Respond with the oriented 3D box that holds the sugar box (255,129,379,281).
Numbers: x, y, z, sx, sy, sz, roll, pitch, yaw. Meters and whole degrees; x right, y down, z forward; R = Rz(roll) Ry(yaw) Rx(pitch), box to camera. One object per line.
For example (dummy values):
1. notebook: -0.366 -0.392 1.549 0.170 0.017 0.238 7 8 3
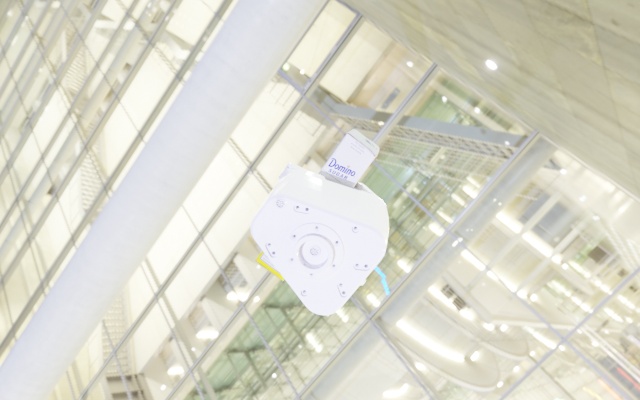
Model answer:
1. sugar box: 0.000 0.002 0.551 0.048 0.176 0.093 38 14 0
